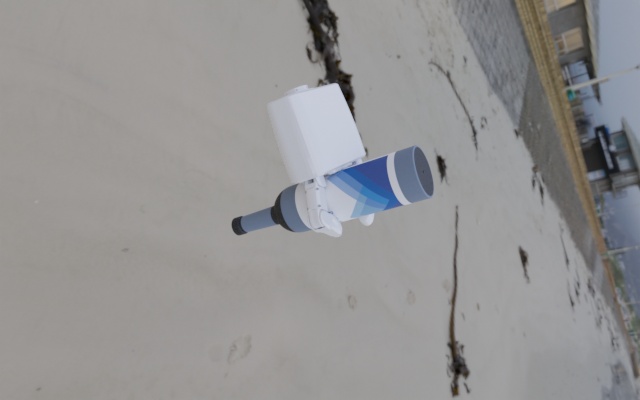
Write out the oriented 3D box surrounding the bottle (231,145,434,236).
[{"bbox_3d":[0.000,0.002,0.643,0.296,0.069,0.069,-17,-8,28],"label":"bottle"}]
